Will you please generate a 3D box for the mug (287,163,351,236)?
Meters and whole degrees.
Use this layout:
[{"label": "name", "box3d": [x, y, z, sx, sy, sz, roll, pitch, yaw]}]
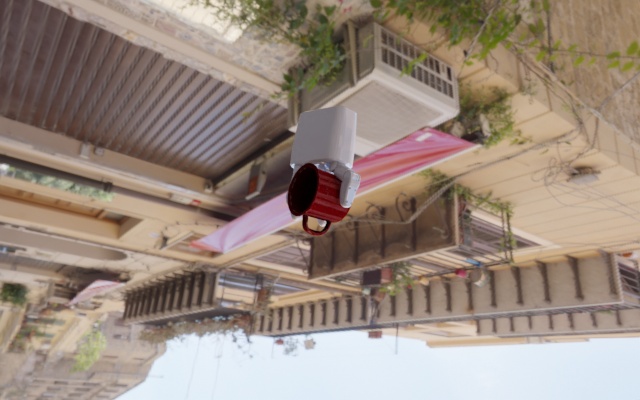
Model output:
[{"label": "mug", "box3d": [0.000, 0.004, 0.819, 0.081, 0.117, 0.093, 17, -16, -33]}]
